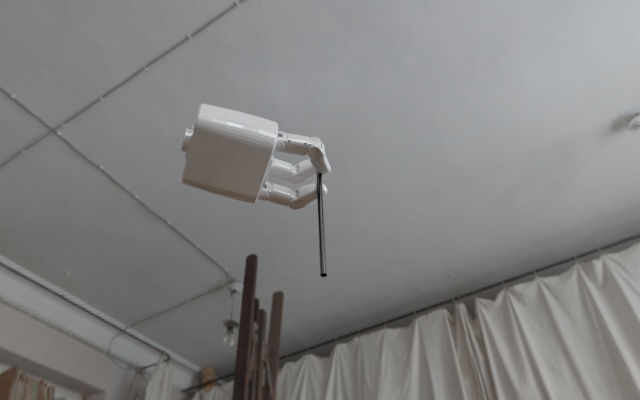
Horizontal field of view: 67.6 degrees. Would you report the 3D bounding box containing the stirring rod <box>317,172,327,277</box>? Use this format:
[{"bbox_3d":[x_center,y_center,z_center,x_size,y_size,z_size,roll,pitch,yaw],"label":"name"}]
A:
[{"bbox_3d":[0.000,0.002,0.644,0.011,0.239,0.011,-1,-45,-1],"label":"stirring rod"}]
